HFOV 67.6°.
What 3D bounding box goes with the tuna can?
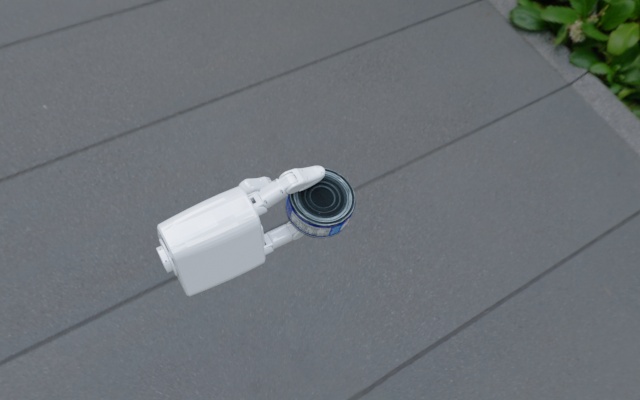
[{"bbox_3d":[0.000,0.002,0.599,0.086,0.086,0.034,0,-30,-12],"label":"tuna can"}]
